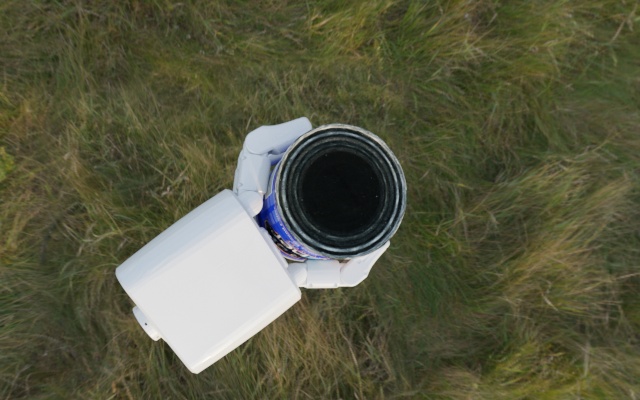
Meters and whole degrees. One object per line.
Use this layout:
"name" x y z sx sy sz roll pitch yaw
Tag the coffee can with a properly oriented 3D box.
"coffee can" 0.000 0.001 0.420 0.103 0.103 0.140 0 -7 -14
